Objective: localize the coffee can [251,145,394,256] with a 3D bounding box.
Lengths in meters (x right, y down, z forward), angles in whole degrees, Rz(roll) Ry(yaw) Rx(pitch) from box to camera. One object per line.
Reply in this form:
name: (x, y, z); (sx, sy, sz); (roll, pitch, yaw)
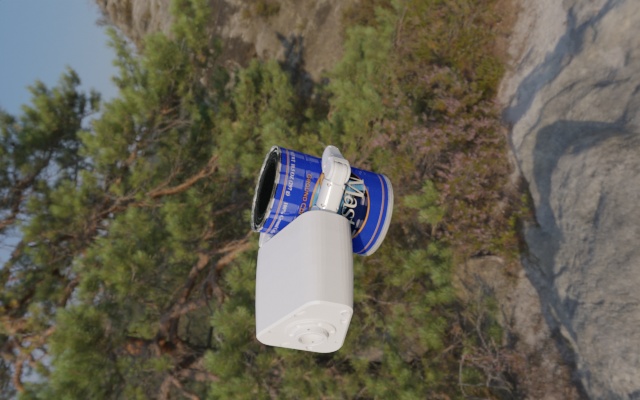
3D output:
coffee can: (0.000, 0.002, 0.564); (0.140, 0.103, 0.103); (14, -4, -18)
